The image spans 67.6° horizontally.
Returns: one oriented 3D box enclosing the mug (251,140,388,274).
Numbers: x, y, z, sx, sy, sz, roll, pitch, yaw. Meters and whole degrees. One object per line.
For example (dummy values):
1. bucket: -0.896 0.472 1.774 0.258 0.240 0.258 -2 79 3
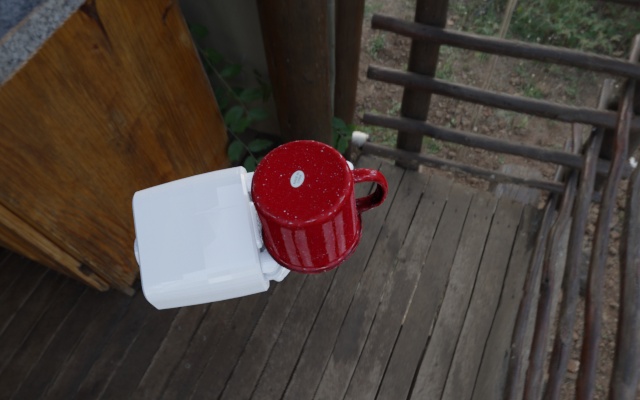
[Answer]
1. mug: 0.001 0.001 0.402 0.117 0.093 0.081 -12 -30 -1
